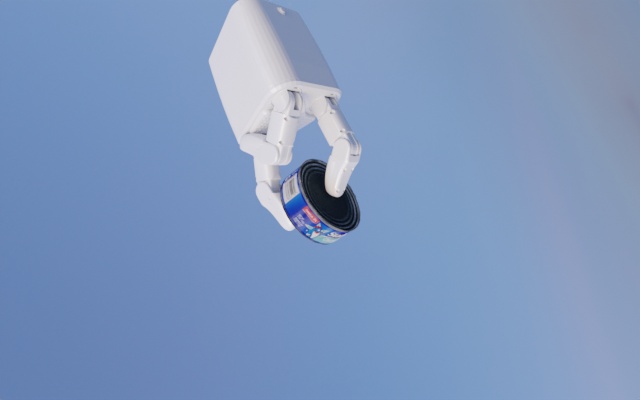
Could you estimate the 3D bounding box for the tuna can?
[{"bbox_3d":[0.000,0.002,0.493,0.034,0.086,0.086,-36,-21,32],"label":"tuna can"}]
